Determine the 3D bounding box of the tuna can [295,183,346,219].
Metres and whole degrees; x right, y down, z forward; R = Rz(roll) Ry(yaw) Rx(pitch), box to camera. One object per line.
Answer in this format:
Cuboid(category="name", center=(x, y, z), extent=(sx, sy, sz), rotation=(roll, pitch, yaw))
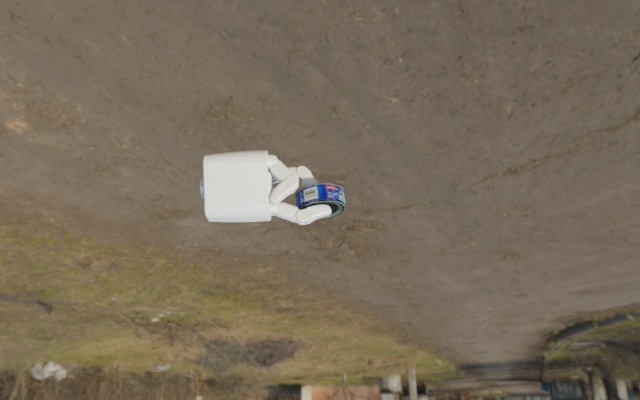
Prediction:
Cuboid(category="tuna can", center=(0.000, 0.003, 0.827), extent=(0.086, 0.033, 0.086), rotation=(-6, -23, -2))
